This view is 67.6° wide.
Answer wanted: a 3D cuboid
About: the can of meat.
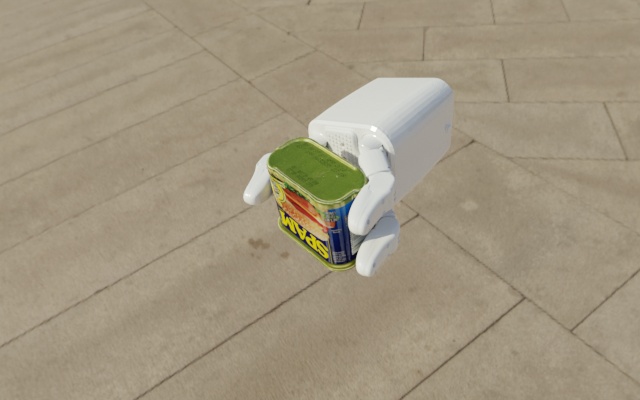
[{"bbox_3d":[0.000,0.001,0.432,0.057,0.084,0.102,-35,50,-24],"label":"can of meat"}]
